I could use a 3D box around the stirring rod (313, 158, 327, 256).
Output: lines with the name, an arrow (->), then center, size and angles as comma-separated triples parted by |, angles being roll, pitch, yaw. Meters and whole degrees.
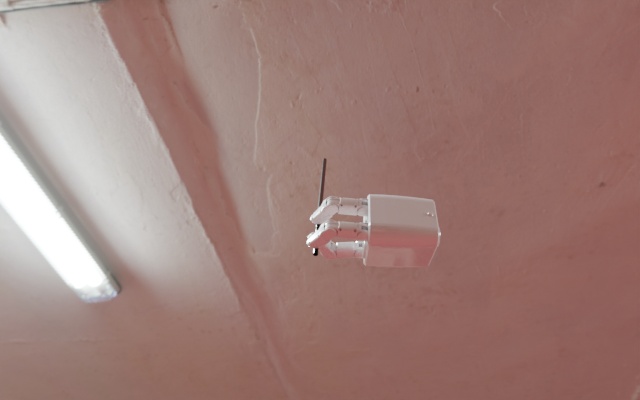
stirring rod -> 0.000, 0.003, 0.827 | 0.011, 0.011, 0.239 | 0, 42, 5
